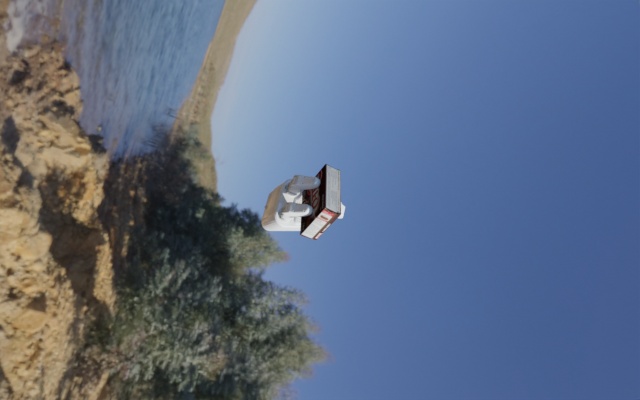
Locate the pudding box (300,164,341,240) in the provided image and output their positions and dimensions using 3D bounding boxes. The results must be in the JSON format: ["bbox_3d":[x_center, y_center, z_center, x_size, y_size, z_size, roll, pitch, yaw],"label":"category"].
[{"bbox_3d":[0.000,0.003,0.877,0.039,0.113,0.090,20,-45,-22],"label":"pudding box"}]
